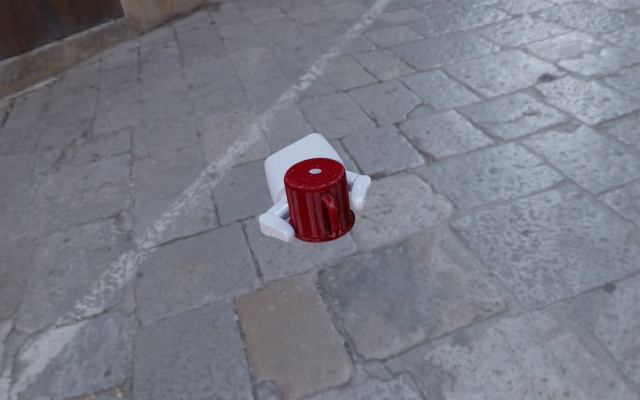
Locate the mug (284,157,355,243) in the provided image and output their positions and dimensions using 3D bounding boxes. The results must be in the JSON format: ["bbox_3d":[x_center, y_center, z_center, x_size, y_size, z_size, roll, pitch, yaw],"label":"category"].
[{"bbox_3d":[0.000,0.003,0.622,0.093,0.082,0.117,-15,34,-10],"label":"mug"}]
